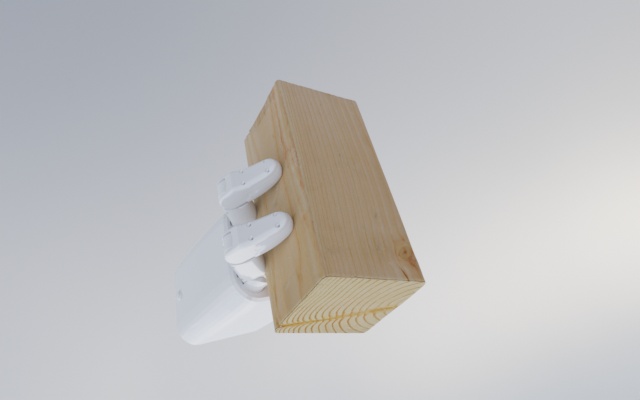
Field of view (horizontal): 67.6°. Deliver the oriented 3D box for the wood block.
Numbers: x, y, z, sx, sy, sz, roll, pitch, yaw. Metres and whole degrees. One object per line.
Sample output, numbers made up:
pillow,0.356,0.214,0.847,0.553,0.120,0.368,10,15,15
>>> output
wood block,0.000,0.002,0.422,0.091,0.206,0.090,9,-42,-30
